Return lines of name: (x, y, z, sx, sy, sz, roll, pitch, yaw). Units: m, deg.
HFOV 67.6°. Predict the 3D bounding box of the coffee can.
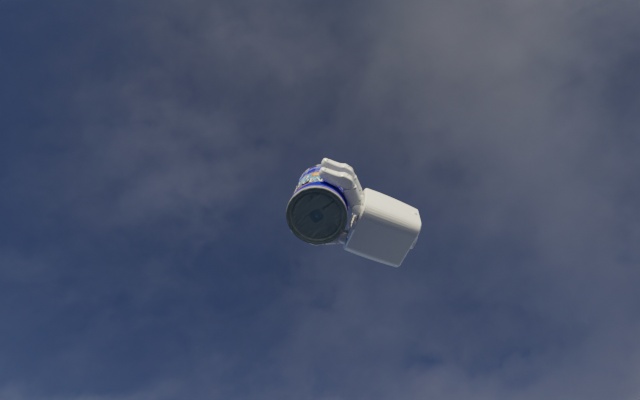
coffee can: (0.000, 0.003, 0.853, 0.103, 0.103, 0.140, 0, 20, 6)
